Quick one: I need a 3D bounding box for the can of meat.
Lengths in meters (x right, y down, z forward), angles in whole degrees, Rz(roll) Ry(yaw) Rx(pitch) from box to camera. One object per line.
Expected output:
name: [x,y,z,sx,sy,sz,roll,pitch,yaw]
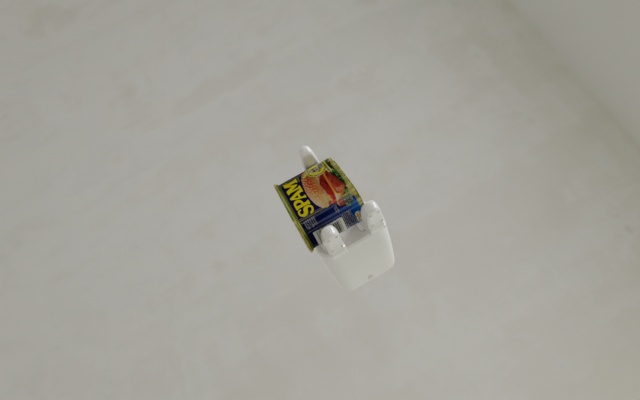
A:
can of meat: [0.000,0.002,0.594,0.084,0.057,0.102,-29,44,-3]
